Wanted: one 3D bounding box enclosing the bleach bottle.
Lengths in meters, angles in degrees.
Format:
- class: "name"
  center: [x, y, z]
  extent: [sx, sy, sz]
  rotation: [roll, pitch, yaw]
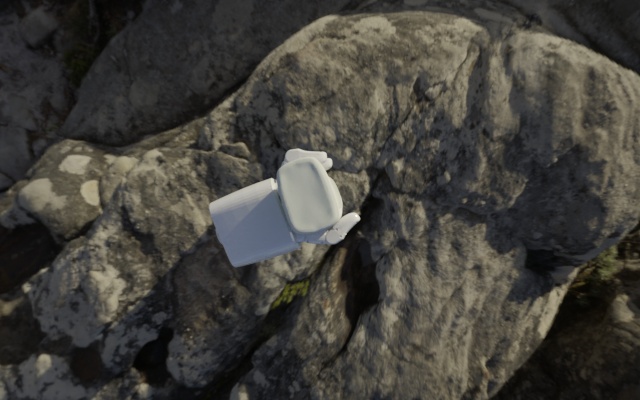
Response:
- class: "bleach bottle"
  center: [0.000, 0.002, 0.724]
  extent: [0.068, 0.102, 0.251]
  rotation: [-20, -7, 7]
